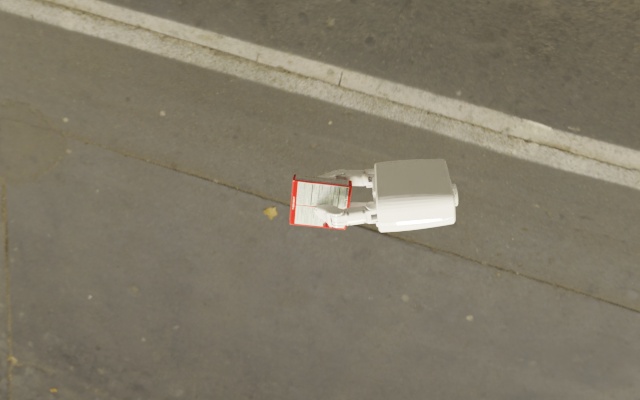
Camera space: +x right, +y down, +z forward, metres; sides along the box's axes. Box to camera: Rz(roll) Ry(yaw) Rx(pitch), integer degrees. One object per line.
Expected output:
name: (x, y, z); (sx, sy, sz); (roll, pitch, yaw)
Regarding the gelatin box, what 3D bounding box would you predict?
gelatin box: (0.000, 0.003, 0.722); (0.089, 0.073, 0.030); (6, 24, 0)
